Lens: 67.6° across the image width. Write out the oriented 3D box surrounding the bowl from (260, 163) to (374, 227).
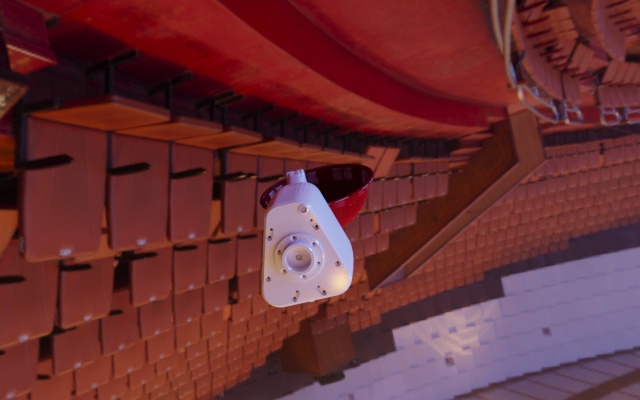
[{"bbox_3d":[0.001,0.002,0.668,0.162,0.055,0.162,-13,21,5],"label":"bowl"}]
